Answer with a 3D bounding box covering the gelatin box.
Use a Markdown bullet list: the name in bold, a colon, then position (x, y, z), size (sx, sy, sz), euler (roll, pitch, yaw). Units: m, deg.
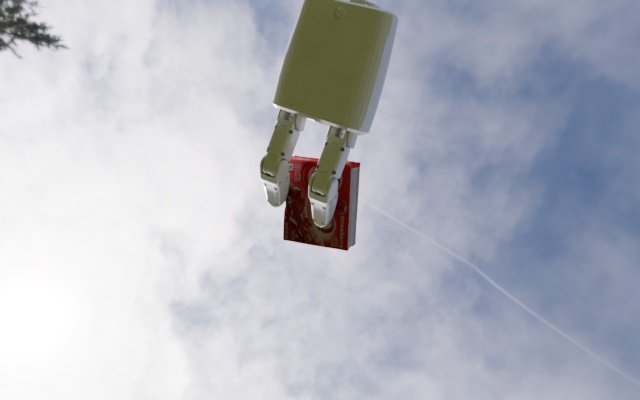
- **gelatin box**: position (0.000, 0.002, 0.490), size (0.073, 0.089, 0.030), euler (7, 13, 23)
